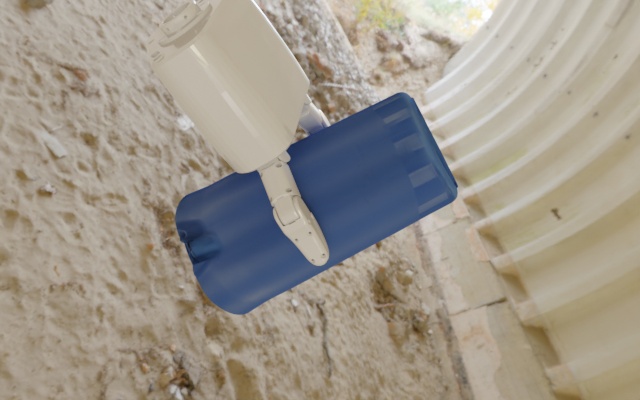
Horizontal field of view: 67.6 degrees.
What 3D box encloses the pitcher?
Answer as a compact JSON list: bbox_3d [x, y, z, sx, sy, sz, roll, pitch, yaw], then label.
[{"bbox_3d":[0.000,0.001,0.461,0.243,0.145,0.149,-27,35,16],"label":"pitcher"}]
